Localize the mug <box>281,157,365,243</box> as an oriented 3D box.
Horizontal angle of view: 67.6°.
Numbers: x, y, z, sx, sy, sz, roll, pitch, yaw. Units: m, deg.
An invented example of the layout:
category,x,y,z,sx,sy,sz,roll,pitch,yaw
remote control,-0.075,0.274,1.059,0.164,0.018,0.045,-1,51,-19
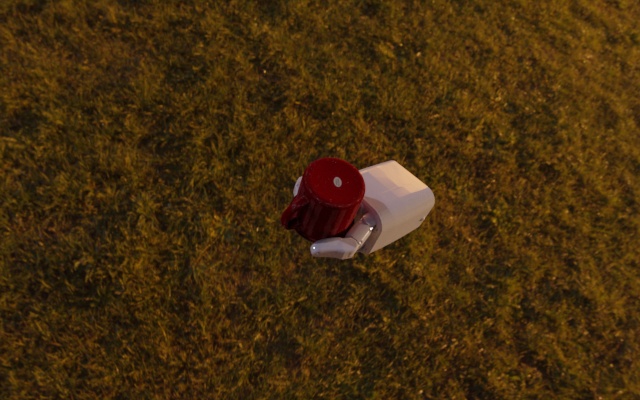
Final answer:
category,x,y,z,sx,sy,sz,roll,pitch,yaw
mug,-0.001,0.002,0.617,0.117,0.093,0.082,-22,-27,-27
